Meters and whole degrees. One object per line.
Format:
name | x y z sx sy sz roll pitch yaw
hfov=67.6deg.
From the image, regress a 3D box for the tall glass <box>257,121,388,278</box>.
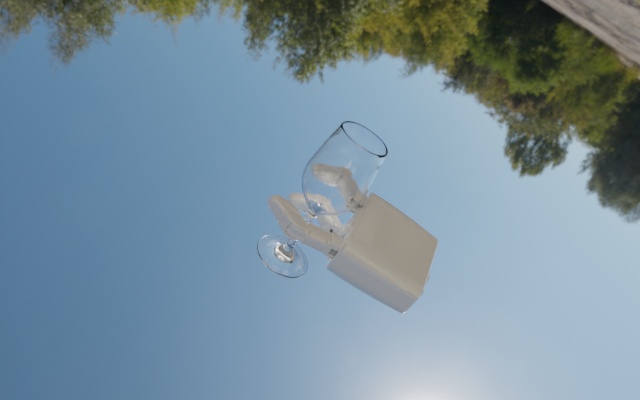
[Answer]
tall glass | 0.000 0.002 0.577 0.079 0.201 0.079 25 31 -16
